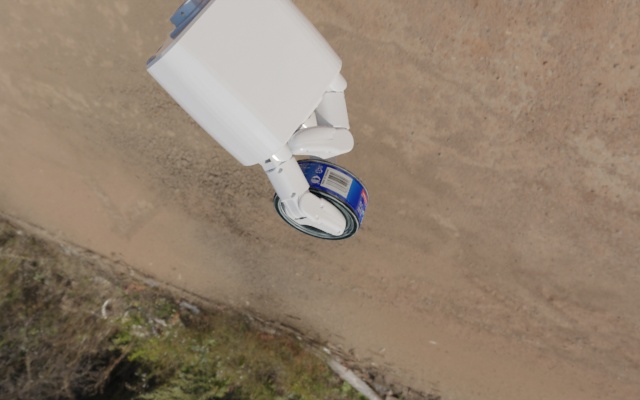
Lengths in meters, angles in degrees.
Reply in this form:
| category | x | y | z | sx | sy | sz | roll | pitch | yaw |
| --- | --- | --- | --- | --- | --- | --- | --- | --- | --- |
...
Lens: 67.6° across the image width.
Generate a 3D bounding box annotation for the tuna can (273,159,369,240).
| category | x | y | z | sx | sy | sz | roll | pitch | yaw |
| --- | --- | --- | --- | --- | --- | --- | --- | --- | --- |
| tuna can | 0.000 | 0.002 | 0.447 | 0.086 | 0.033 | 0.086 | 15 | -32 | 10 |
